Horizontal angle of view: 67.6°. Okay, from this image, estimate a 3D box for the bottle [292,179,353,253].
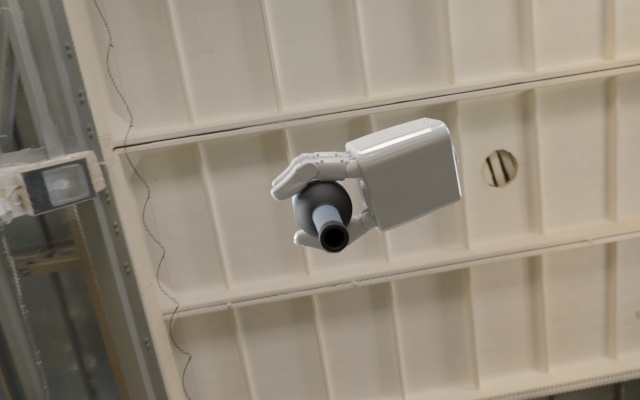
[{"bbox_3d":[0.000,0.002,0.574,0.069,0.069,0.295,0,13,-5],"label":"bottle"}]
